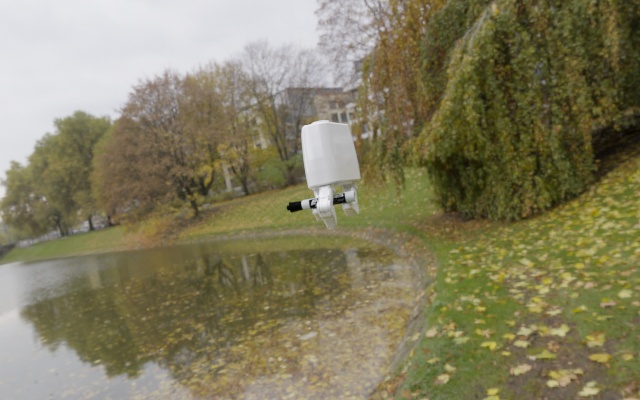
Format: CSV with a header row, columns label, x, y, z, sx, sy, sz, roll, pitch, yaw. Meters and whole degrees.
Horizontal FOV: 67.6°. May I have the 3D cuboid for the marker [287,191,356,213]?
label,x,y,z,sx,sy,sz,roll,pitch,yaw
marker,0.000,0.003,0.820,0.121,0.020,0.020,-10,-2,13
